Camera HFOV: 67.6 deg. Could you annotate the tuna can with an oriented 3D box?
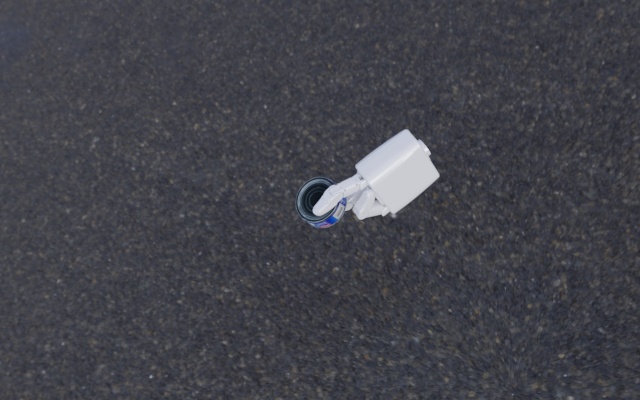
[{"bbox_3d":[0.000,0.003,0.832,0.086,0.086,0.034,0,-17,26],"label":"tuna can"}]
